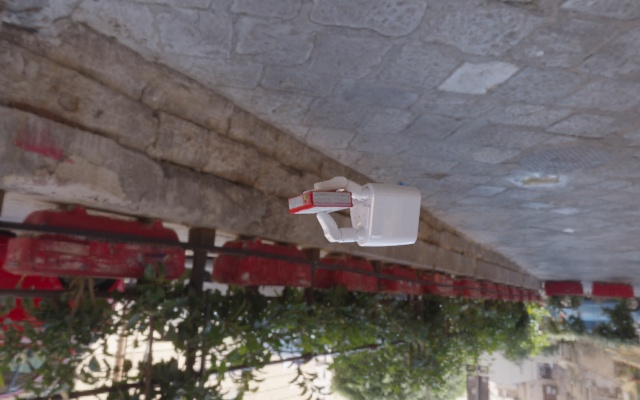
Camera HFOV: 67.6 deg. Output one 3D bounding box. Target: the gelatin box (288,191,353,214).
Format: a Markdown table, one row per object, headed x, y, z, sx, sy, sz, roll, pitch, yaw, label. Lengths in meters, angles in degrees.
| x | y | z | sx | sy | sz | roll | pitch | yaw | label |
| --- | --- | --- | --- | --- | --- | --- | --- | --- | --- |
| 0.000 | 0.003 | 0.831 | 0.089 | 0.030 | 0.073 | 0 | -9 | -36 | gelatin box |
